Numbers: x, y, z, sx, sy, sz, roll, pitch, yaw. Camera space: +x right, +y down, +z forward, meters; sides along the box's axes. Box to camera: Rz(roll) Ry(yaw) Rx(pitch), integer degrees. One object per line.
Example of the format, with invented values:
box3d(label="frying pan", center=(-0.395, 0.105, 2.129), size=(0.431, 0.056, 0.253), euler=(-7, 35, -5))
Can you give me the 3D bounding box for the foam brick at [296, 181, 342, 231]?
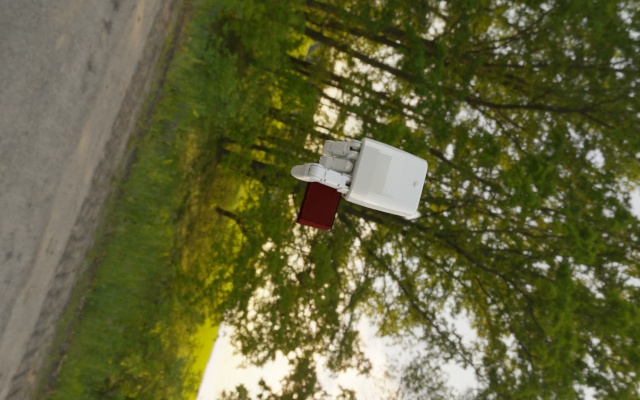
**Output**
box3d(label="foam brick", center=(0.000, 0.003, 0.732), size=(0.051, 0.078, 0.053), euler=(18, -10, -7))
